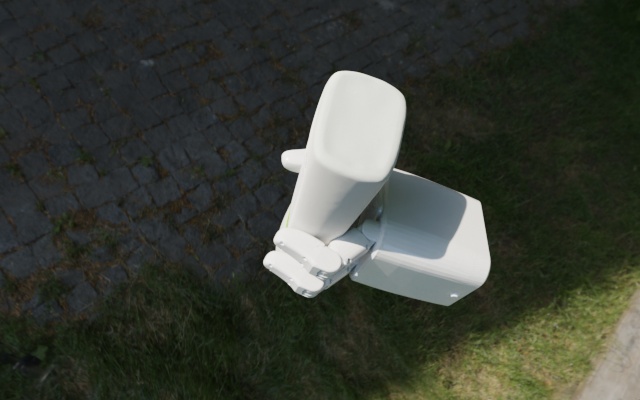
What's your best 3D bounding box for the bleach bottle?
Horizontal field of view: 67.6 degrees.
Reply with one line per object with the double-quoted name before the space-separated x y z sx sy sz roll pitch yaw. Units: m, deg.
"bleach bottle" 0.000 0.002 0.455 0.068 0.102 0.251 19 -31 -5
